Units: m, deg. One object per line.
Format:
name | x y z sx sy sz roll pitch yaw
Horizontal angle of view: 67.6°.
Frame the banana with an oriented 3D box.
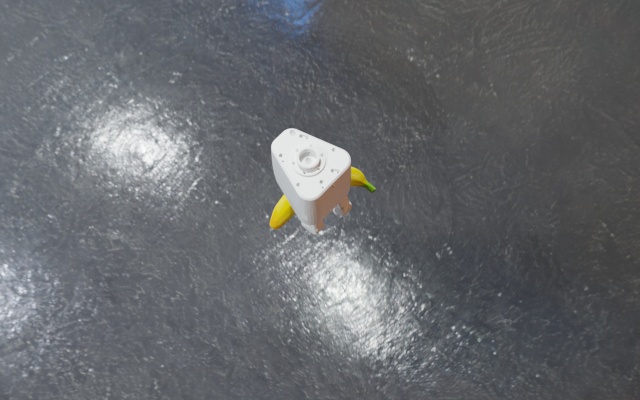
banana | -0.004 -0.015 0.824 0.198 0.069 0.037 -21 -13 -9
